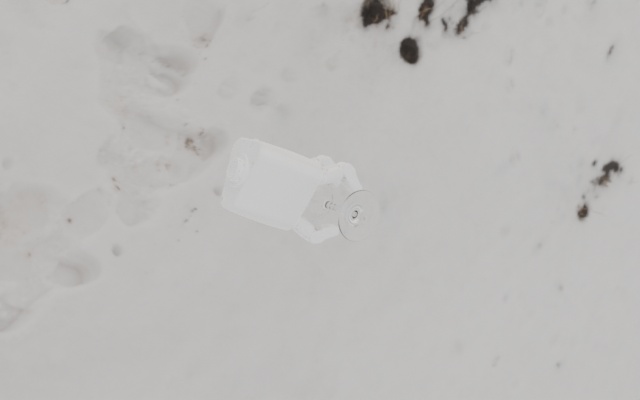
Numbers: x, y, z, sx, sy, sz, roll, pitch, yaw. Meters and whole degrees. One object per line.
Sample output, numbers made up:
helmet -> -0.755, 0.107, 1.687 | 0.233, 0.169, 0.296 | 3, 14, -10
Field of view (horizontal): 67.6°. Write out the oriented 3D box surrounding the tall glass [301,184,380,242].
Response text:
tall glass -> 0.001, 0.003, 0.749 | 0.079, 0.079, 0.201 | 0, 11, -34
